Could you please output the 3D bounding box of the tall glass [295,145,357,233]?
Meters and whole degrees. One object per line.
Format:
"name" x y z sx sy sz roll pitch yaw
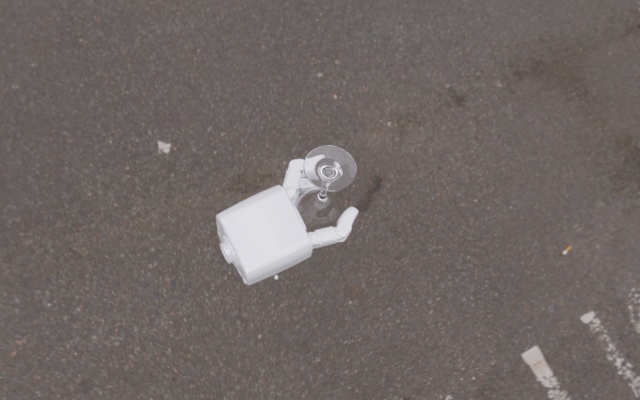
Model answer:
"tall glass" 0.000 0.002 0.740 0.079 0.079 0.201 0 -28 -8
